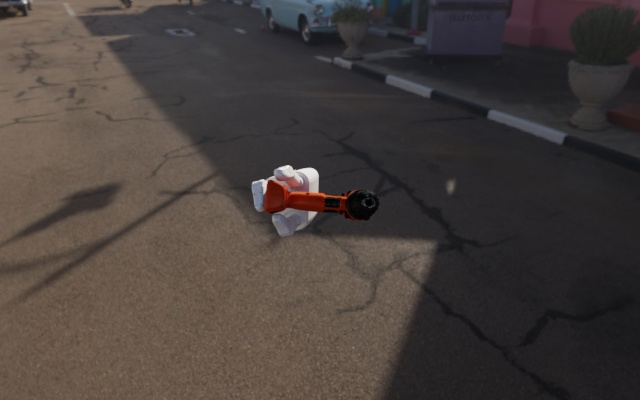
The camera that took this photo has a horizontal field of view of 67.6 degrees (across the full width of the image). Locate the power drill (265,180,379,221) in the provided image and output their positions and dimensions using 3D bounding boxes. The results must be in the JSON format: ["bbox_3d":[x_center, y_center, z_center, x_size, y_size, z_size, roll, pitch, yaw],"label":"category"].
[{"bbox_3d":[0.000,0.003,0.820,0.187,0.057,0.184,7,-6,-4],"label":"power drill"}]
